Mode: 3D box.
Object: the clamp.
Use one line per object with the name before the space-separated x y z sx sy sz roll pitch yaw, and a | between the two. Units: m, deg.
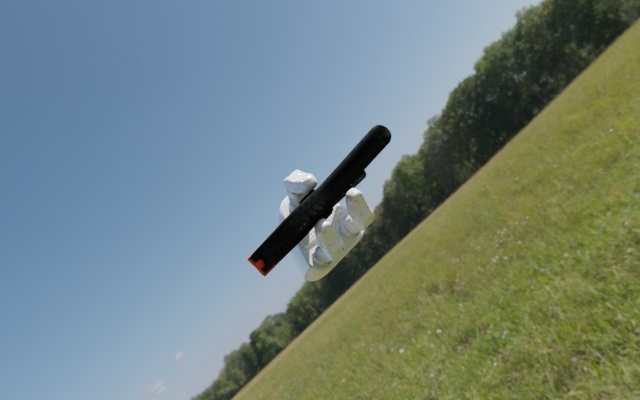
clamp | -0.001 0.002 0.560 0.210 0.036 0.165 -44 -6 -19
